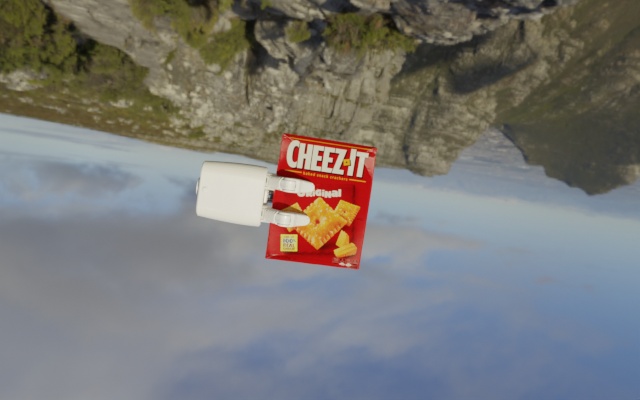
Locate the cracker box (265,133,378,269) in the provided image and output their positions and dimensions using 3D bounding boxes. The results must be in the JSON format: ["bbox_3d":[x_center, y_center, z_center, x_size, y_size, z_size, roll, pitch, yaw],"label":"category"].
[{"bbox_3d":[0.000,0.003,0.822,0.164,0.214,0.072,8,4,-4],"label":"cracker box"}]
